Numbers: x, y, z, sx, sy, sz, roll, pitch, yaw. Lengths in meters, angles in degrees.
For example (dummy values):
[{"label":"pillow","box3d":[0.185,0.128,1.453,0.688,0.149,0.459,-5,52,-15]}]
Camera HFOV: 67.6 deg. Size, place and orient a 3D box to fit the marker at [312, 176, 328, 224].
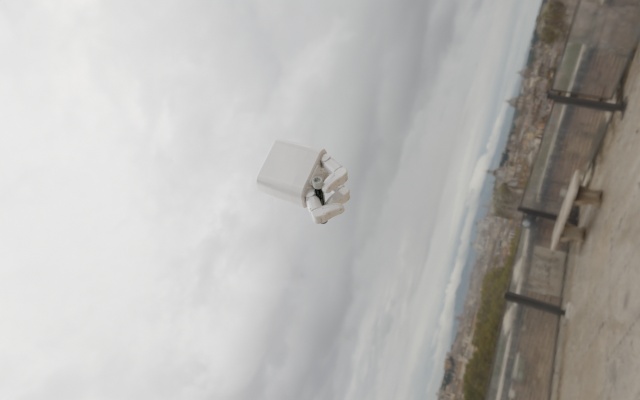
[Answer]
[{"label":"marker","box3d":[0.000,0.003,0.896,0.020,0.020,0.121,0,-41,7]}]
